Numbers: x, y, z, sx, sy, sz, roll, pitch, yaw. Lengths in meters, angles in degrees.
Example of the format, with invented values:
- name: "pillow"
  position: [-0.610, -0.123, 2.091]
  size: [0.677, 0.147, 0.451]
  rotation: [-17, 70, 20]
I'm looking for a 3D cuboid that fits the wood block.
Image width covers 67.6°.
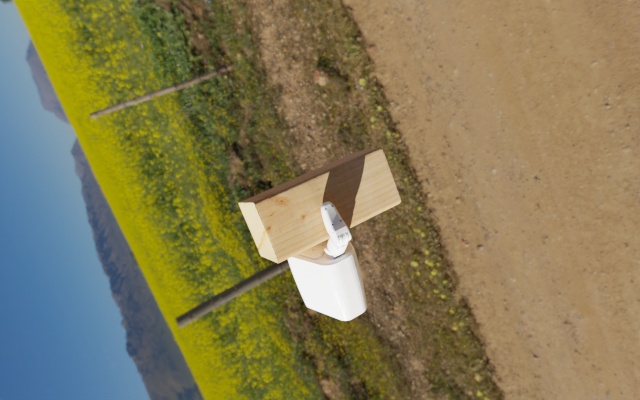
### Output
- name: "wood block"
  position: [0.000, 0.003, 0.697]
  size: [0.206, 0.090, 0.091]
  rotation: [-25, 10, -21]
